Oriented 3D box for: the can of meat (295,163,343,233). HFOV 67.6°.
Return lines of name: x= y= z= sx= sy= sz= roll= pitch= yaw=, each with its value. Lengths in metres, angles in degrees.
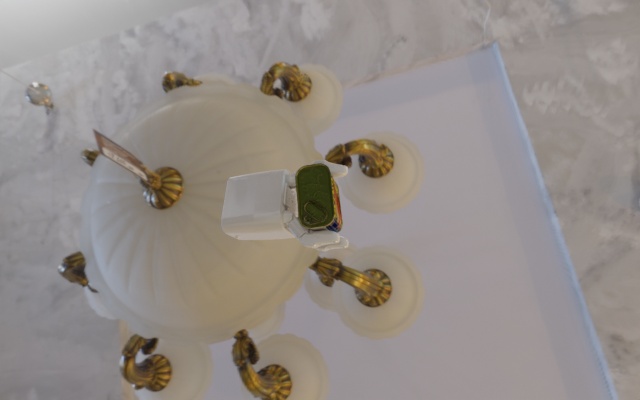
can of meat: x=0.000 y=0.002 z=0.770 sx=0.057 sy=0.102 sz=0.084 roll=-9 pitch=-17 yaw=11
